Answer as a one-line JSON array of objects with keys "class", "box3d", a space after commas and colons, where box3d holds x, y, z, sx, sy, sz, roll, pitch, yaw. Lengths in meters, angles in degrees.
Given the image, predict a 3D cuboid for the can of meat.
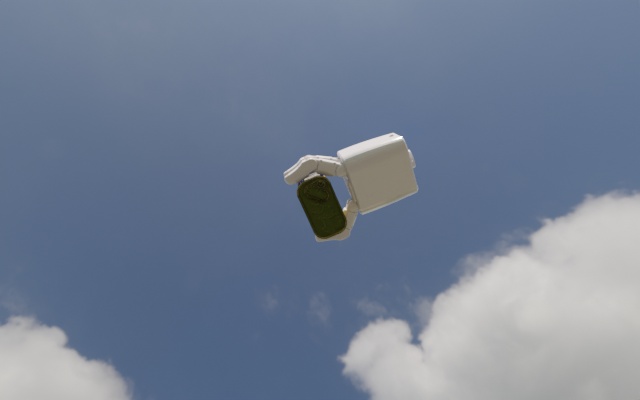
[{"class": "can of meat", "box3d": [0.000, 0.003, 0.802, 0.057, 0.102, 0.084, -24, 14, 2]}]
